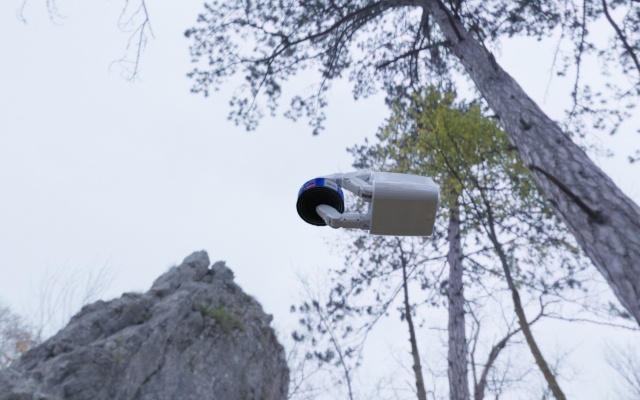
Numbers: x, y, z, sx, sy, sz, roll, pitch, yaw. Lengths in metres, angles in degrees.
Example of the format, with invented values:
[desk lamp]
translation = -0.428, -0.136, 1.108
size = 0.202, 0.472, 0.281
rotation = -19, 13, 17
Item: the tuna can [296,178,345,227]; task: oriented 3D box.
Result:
[tuna can]
translation = 0.000, 0.002, 0.844
size = 0.086, 0.086, 0.033
rotation = 0, 34, 2
